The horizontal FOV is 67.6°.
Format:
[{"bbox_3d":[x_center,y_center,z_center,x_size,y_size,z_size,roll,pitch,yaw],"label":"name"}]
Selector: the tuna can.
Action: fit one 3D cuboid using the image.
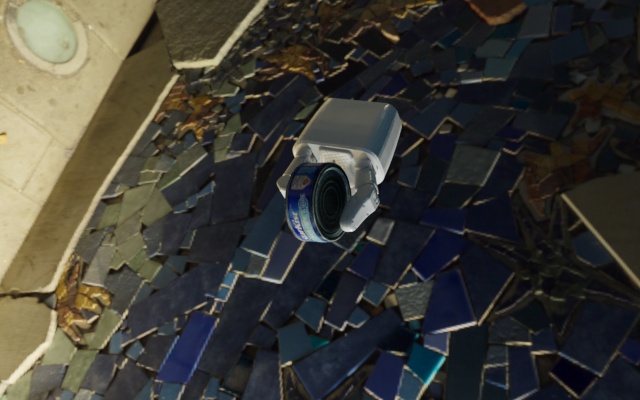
[{"bbox_3d":[0.001,0.002,0.508,0.034,0.086,0.086,1,1,32],"label":"tuna can"}]
